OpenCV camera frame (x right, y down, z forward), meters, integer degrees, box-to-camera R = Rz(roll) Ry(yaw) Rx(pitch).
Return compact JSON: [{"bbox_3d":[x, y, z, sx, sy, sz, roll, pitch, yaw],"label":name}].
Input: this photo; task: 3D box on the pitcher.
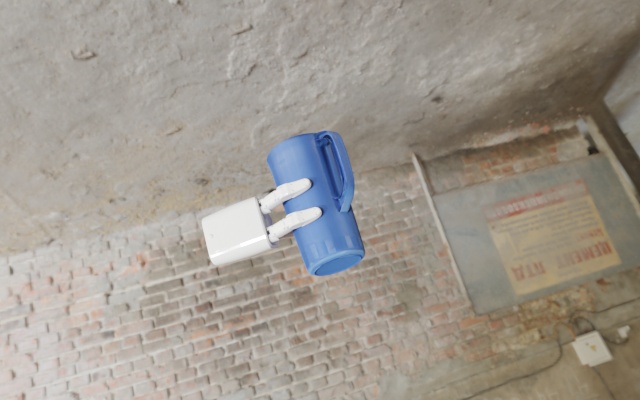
[{"bbox_3d":[0.000,0.003,0.866,0.145,0.242,0.149,-19,-22,0],"label":"pitcher"}]
